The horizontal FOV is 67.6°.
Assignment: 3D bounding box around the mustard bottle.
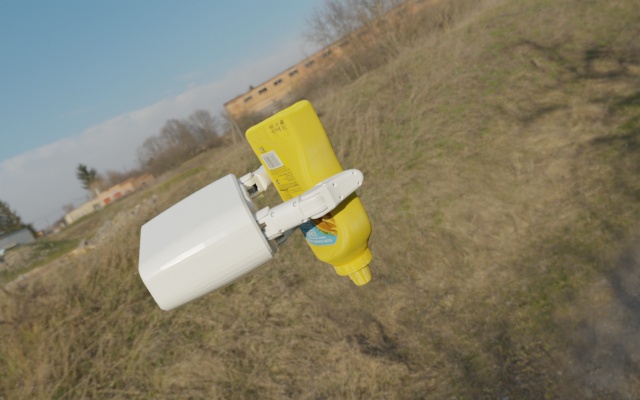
[{"bbox_3d":[0.000,0.001,0.473,0.058,0.192,0.096,-35,13,-28],"label":"mustard bottle"}]
